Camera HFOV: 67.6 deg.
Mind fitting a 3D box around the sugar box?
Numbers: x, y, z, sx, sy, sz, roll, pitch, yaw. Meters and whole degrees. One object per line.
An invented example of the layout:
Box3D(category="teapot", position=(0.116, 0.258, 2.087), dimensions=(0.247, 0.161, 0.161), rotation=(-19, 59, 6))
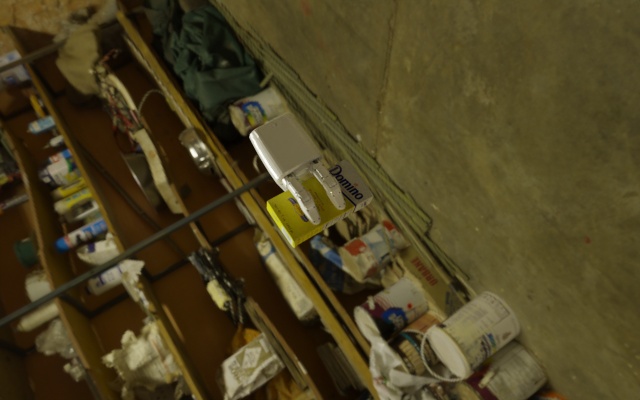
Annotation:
Box3D(category="sugar box", position=(0.000, 0.003, 0.879), dimensions=(0.176, 0.093, 0.048), rotation=(-31, -16, -15))
